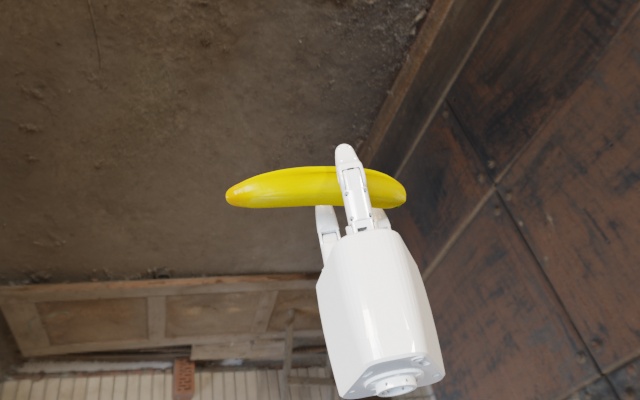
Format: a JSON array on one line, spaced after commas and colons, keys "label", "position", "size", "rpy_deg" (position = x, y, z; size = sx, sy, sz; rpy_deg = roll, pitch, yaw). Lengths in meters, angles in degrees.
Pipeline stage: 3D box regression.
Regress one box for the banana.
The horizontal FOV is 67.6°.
[{"label": "banana", "position": [0.010, -0.007, 0.473], "size": [0.198, 0.037, 0.070], "rpy_deg": [4, -31, -21]}]
